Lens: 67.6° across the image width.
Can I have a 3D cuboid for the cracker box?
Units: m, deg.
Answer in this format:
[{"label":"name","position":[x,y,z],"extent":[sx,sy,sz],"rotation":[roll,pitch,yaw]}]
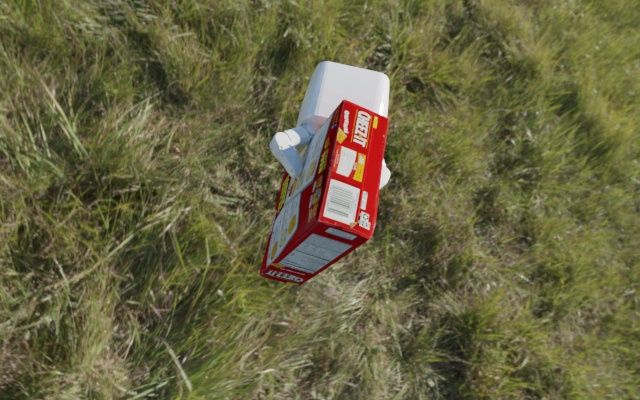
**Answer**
[{"label":"cracker box","position":[0.000,0.002,0.607],"extent":[0.072,0.164,0.214],"rotation":[20,-30,-15]}]
